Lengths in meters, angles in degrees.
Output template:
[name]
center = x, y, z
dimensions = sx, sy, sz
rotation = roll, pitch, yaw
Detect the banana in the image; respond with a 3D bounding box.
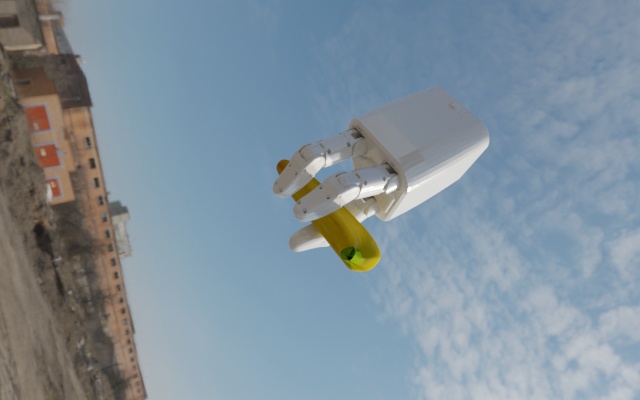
[banana]
center = 0.010, 0.016, 0.468
dimensions = 0.037, 0.070, 0.197
rotation = -37, 34, -4
